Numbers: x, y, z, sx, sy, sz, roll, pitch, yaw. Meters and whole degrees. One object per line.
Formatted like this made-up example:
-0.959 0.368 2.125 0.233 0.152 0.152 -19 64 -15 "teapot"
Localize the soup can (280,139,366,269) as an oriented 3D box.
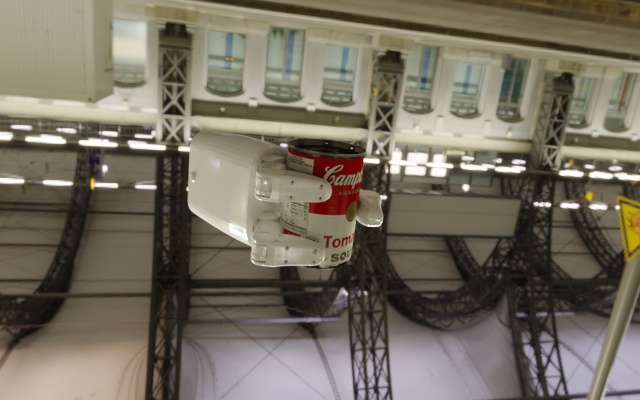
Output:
0.000 0.002 0.424 0.068 0.102 0.068 6 16 -2 "soup can"
